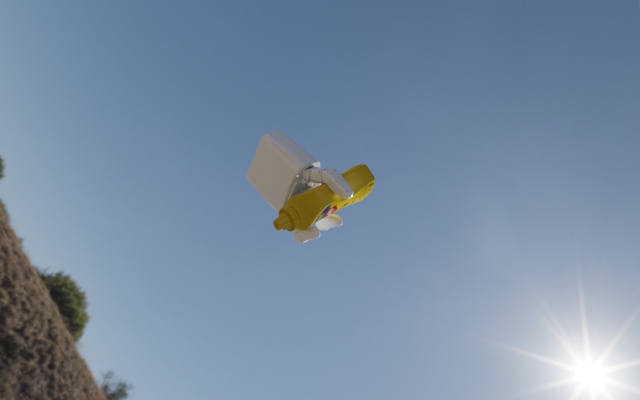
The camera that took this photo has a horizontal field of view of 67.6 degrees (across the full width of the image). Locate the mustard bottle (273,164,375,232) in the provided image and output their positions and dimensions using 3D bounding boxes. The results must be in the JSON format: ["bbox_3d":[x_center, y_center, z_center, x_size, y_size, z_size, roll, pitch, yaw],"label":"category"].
[{"bbox_3d":[0.001,0.003,0.800,0.191,0.058,0.096,-27,-8,-35],"label":"mustard bottle"}]
